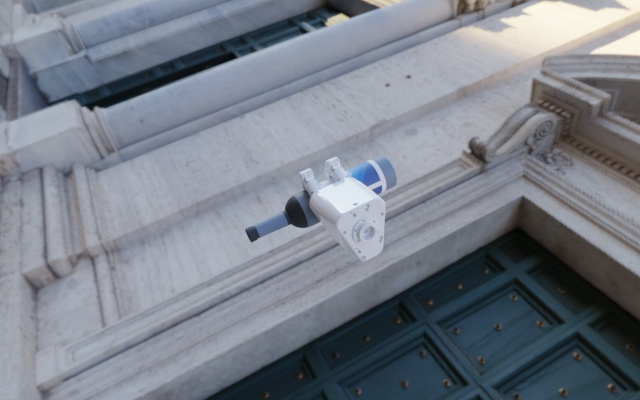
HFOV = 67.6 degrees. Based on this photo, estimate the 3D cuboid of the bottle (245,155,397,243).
[{"bbox_3d":[0.000,0.003,0.888,0.295,0.069,0.069,-25,6,-14],"label":"bottle"}]
